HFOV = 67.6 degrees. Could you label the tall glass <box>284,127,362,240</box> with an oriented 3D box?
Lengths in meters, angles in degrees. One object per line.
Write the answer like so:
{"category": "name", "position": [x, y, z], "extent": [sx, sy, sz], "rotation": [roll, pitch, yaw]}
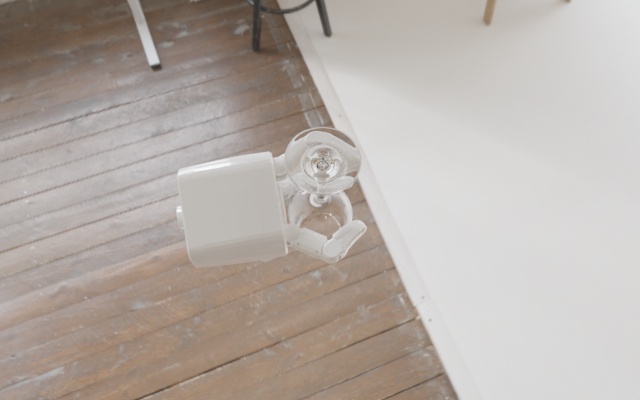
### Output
{"category": "tall glass", "position": [0.000, 0.002, 0.545], "extent": [0.079, 0.079, 0.201], "rotation": [0, -24, -1]}
